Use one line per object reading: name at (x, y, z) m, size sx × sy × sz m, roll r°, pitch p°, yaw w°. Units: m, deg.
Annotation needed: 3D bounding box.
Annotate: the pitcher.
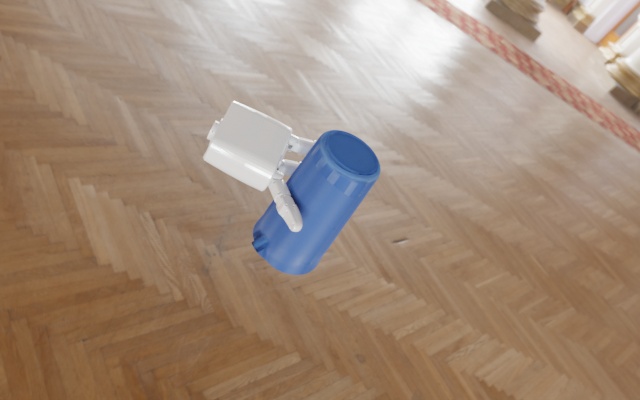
pitcher at (0.000, 0.003, 0.791) m, size 0.145 × 0.149 × 0.243 m, roll 28°, pitch -50°, yaw -11°
